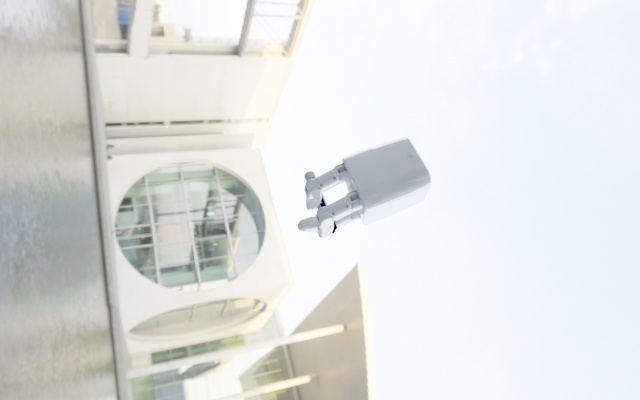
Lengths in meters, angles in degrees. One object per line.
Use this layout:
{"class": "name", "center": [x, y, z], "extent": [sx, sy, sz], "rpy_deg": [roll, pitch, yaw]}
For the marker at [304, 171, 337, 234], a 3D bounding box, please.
{"class": "marker", "center": [0.000, 0.003, 0.761], "extent": [0.020, 0.121, 0.020], "rpy_deg": [-15, -35, -11]}
